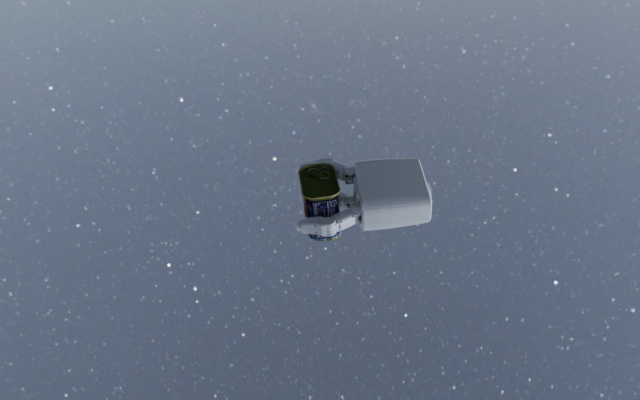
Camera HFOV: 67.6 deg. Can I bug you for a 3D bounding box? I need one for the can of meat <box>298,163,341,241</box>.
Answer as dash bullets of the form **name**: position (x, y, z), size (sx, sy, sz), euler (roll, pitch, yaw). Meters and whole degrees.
- **can of meat**: position (0.000, 0.003, 0.751), size (0.057, 0.084, 0.102), euler (-7, 33, -3)
